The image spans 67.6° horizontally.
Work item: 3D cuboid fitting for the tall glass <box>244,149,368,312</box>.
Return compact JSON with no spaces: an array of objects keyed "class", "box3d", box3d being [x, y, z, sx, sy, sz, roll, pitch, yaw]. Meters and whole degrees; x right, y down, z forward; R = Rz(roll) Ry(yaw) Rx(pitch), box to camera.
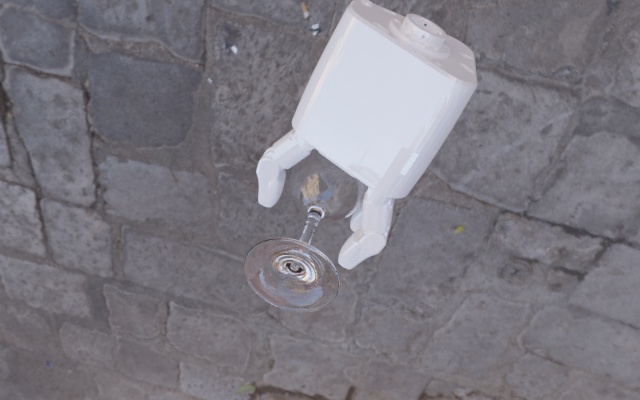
[{"class":"tall glass","box3d":[0.000,0.002,0.436,0.079,0.079,0.201,0,34,16]}]
